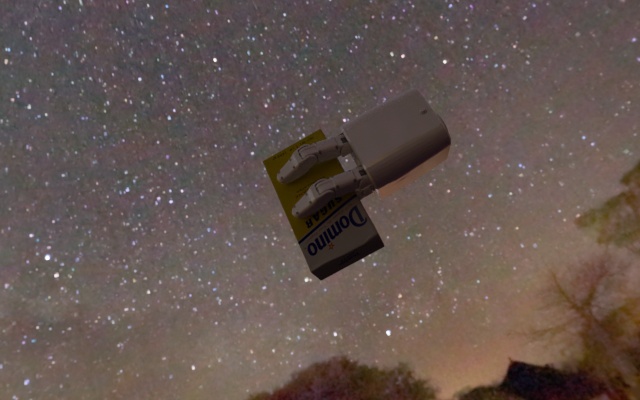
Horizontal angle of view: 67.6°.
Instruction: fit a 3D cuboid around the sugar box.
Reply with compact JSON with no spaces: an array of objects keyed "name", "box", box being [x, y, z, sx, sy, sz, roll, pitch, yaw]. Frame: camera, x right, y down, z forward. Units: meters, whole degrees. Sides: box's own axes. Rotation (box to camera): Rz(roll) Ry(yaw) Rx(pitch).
[{"name":"sugar box","box":[0.000,0.002,0.609,0.093,0.176,0.048,-30,-32,5]}]
